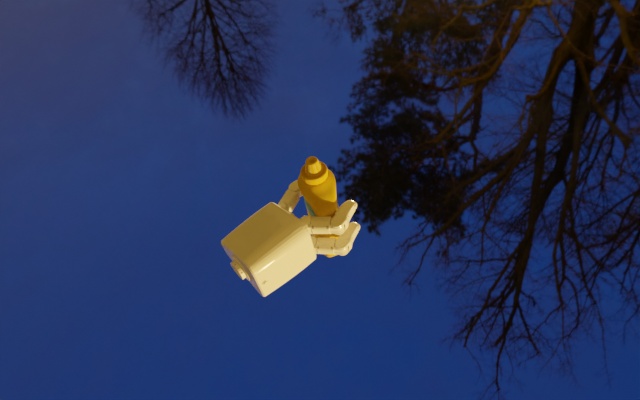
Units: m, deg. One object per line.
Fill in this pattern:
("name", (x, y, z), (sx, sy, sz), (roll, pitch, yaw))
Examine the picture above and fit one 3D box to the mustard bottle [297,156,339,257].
("mustard bottle", (0.000, 0.003, 0.772), (0.058, 0.096, 0.192), (-18, -41, -4))
